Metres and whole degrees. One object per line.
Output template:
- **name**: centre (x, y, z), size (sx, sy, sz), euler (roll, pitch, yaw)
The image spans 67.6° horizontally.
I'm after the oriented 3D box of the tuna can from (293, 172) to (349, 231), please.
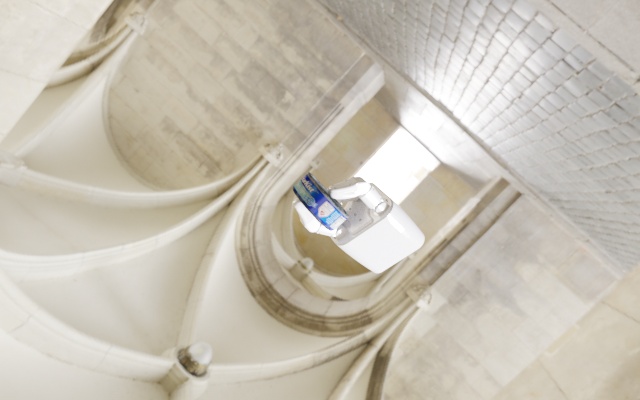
- **tuna can**: centre (0.000, 0.003, 0.674), size (0.034, 0.086, 0.086), euler (-42, -5, 5)
